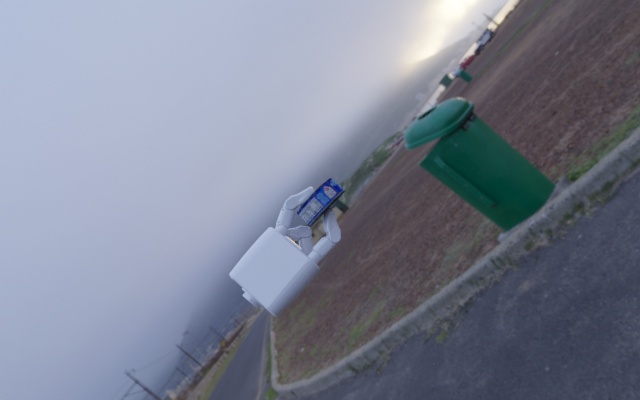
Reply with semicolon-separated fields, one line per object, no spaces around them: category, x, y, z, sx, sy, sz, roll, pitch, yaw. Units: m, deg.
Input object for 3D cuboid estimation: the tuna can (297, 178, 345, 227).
tuna can;0.000;0.002;0.806;0.034;0.086;0.086;44;3;4
